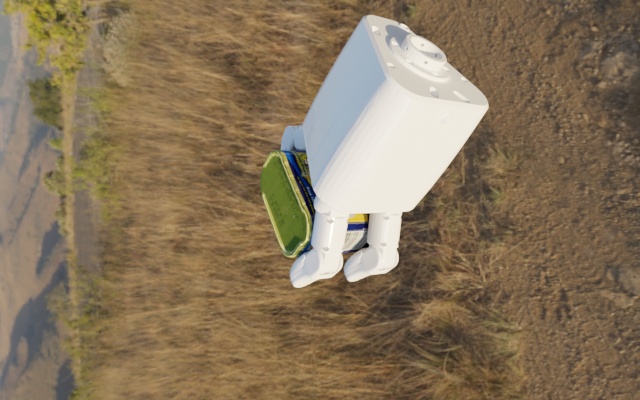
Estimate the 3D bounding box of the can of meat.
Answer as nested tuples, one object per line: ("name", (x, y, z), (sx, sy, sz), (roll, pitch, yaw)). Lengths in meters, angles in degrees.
("can of meat", (0.000, 0.001, 0.433), (0.084, 0.102, 0.057), (0, -38, -34))
